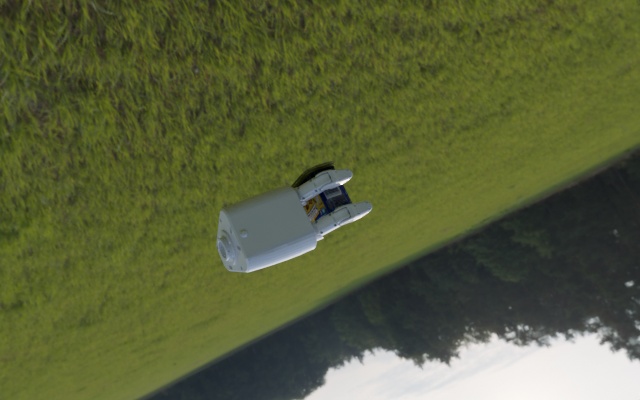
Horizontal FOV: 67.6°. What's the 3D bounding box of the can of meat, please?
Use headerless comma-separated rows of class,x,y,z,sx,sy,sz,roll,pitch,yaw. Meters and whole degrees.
can of meat,0.000,0.003,0.722,0.057,0.084,0.102,-18,-14,-32
